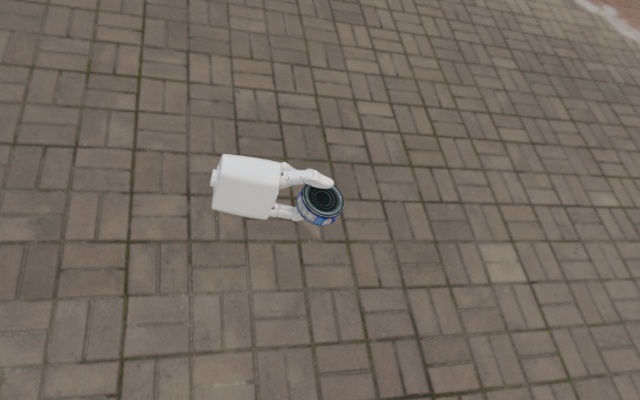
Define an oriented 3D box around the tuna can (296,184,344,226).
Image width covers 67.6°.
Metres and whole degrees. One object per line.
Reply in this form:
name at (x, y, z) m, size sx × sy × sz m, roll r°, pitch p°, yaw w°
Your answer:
tuna can at (0.000, 0.003, 0.882) m, size 0.086 × 0.086 × 0.034 m, roll 0°, pitch -32°, yaw -25°
